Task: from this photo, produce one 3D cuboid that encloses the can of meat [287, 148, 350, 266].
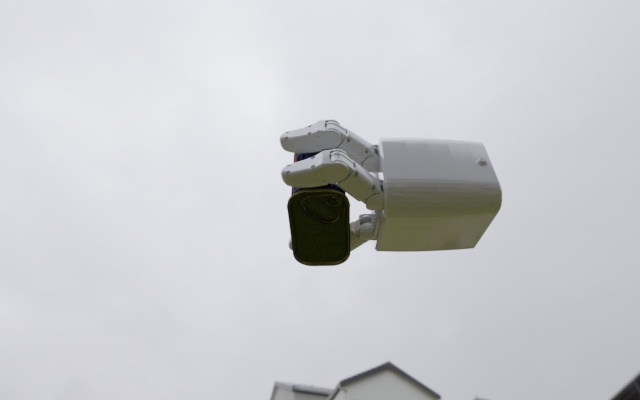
[{"bbox_3d":[0.000,0.001,0.482,0.057,0.102,0.083,-2,43,2],"label":"can of meat"}]
